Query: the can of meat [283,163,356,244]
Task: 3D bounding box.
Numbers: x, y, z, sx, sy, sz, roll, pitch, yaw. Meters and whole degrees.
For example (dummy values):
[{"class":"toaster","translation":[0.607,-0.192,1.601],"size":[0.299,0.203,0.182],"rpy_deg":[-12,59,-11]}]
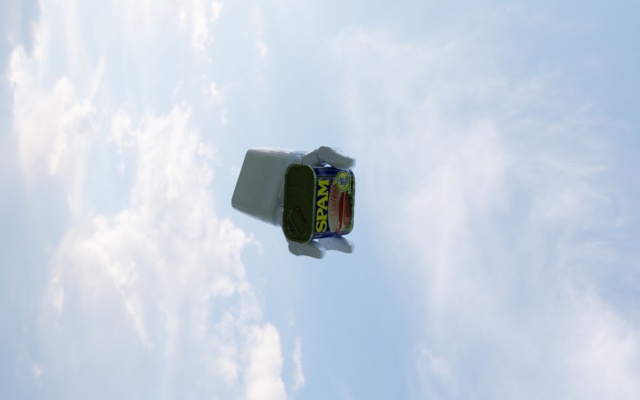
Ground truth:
[{"class":"can of meat","translation":[0.000,0.002,0.642],"size":[0.084,0.102,0.057],"rpy_deg":[-3,9,-45]}]
